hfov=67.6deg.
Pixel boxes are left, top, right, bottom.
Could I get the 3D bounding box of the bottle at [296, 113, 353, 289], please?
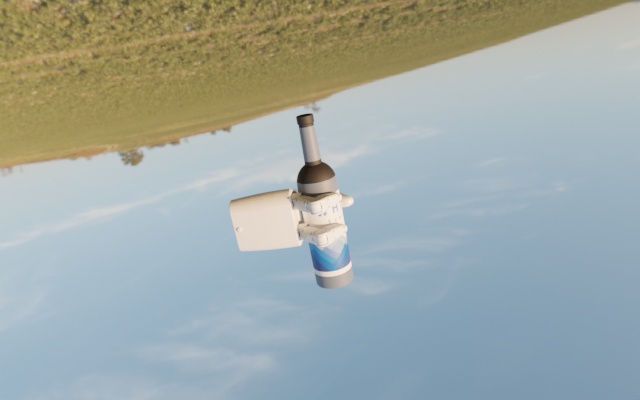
[{"bbox_3d":[0.000,0.003,0.799,0.069,0.296,0.069,-9,19,3],"label":"bottle"}]
